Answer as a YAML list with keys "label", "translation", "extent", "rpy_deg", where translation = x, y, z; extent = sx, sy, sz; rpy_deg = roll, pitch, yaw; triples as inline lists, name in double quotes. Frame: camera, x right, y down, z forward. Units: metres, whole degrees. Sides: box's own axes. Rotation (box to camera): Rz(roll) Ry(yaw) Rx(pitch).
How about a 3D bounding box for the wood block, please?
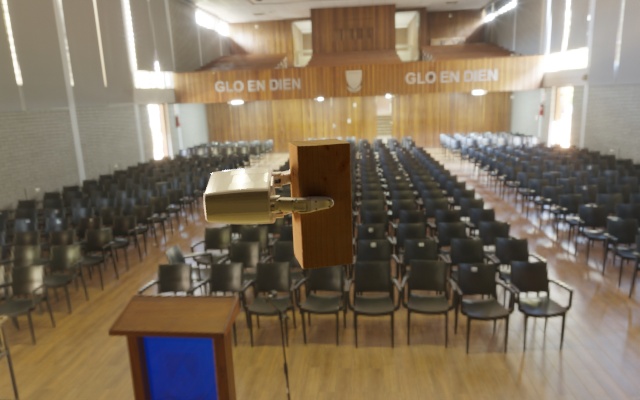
- label: "wood block"
  translation: [0.000, 0.003, 0.822]
  extent: [0.090, 0.206, 0.091]
  rpy_deg: [-5, 13, -12]
